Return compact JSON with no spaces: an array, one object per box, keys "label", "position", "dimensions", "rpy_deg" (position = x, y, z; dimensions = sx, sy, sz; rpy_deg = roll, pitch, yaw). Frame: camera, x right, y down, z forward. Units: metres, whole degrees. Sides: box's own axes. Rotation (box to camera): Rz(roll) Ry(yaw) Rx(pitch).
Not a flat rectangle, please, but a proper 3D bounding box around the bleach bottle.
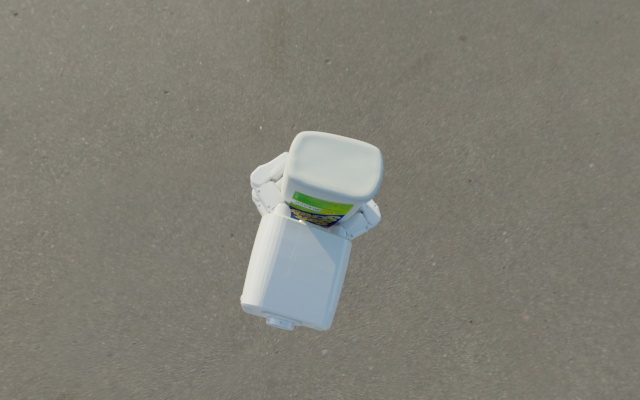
[{"label":"bleach bottle","position":[0.000,0.002,0.599],"dimensions":[0.102,0.068,0.251],"rpy_deg":[14,-20,-2]}]
